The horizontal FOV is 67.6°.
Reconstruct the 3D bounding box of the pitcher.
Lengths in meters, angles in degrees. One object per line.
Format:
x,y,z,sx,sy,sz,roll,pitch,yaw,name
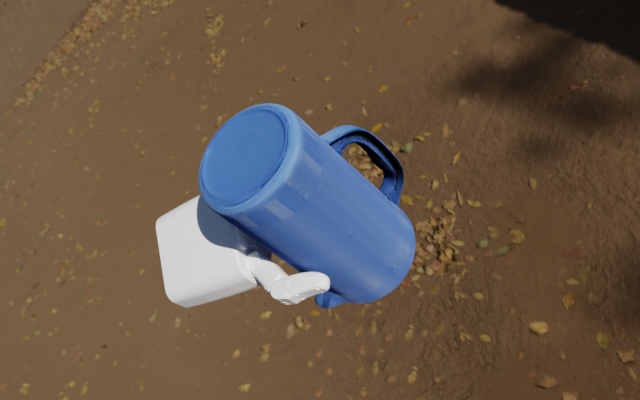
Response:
0.000,0.002,0.489,0.145,0.149,0.243,-21,-35,21,pitcher
